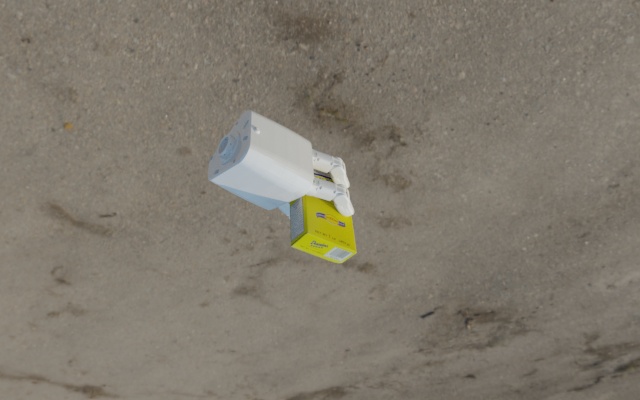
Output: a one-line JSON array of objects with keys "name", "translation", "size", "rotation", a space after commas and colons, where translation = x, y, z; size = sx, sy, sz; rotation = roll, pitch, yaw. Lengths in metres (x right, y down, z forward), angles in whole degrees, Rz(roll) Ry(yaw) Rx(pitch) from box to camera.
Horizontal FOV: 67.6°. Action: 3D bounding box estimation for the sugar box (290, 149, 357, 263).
[{"name": "sugar box", "translation": [0.000, 0.002, 0.726], "size": [0.093, 0.176, 0.048], "rotation": [24, -45, -31]}]
